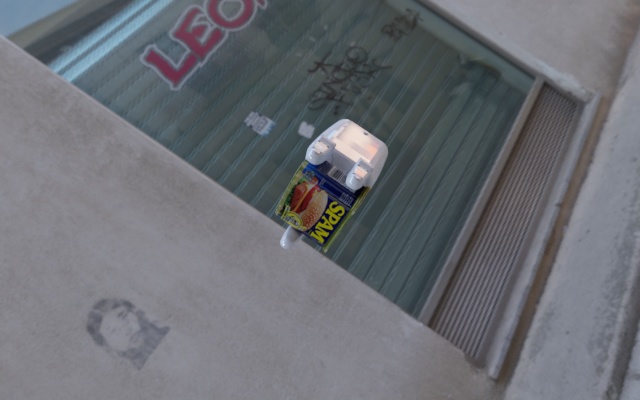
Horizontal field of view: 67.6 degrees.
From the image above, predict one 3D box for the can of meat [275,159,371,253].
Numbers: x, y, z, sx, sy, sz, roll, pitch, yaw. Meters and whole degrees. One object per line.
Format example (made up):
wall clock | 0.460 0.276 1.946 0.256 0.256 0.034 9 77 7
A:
can of meat | 0.000 0.002 0.595 0.084 0.102 0.057 35 40 2
